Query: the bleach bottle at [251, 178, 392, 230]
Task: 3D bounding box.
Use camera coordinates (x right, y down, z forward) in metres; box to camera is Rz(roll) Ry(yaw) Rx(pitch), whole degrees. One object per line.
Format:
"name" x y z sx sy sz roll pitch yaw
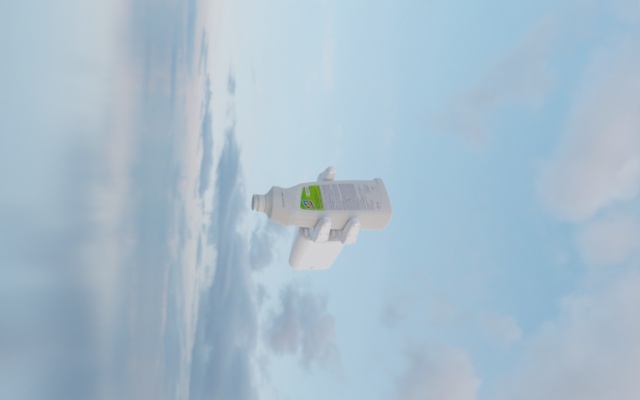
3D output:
"bleach bottle" 0.000 0.003 0.870 0.251 0.102 0.068 3 -40 -19
